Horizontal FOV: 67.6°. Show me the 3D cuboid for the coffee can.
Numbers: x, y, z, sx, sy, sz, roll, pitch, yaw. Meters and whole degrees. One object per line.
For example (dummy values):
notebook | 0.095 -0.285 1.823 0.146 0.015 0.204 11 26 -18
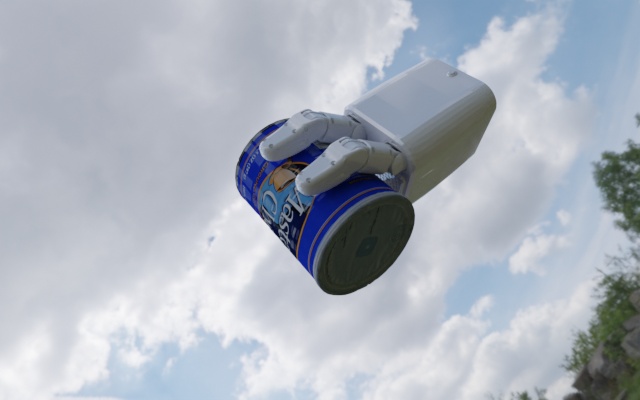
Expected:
coffee can | 0.000 0.002 0.433 0.103 0.103 0.140 0 33 -43
